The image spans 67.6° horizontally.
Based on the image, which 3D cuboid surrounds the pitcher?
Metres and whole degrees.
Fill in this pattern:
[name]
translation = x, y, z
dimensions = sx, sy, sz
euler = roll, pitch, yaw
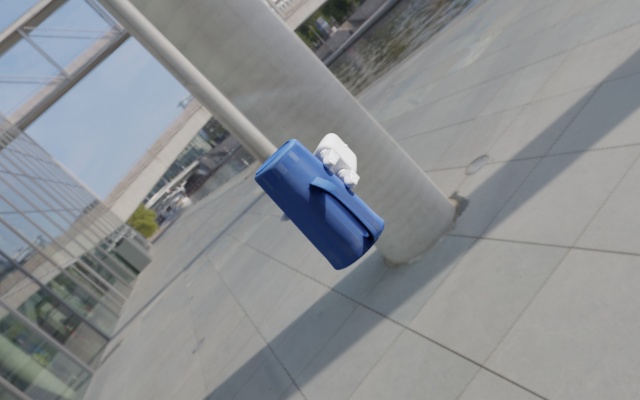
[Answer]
[pitcher]
translation = 0.000, 0.003, 0.889
dimensions = 0.149, 0.243, 0.145
euler = -39, 13, 23
